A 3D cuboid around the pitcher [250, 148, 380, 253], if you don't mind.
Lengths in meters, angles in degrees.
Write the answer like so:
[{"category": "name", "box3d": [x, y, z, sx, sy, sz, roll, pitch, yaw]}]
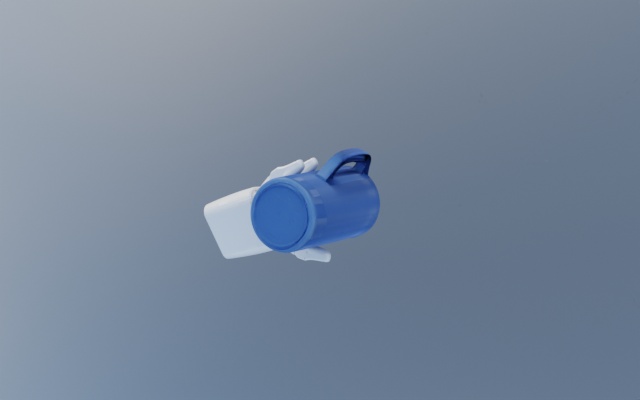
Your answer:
[{"category": "pitcher", "box3d": [0.000, 0.003, 0.768, 0.145, 0.149, 0.243, -14, -2, 26]}]
